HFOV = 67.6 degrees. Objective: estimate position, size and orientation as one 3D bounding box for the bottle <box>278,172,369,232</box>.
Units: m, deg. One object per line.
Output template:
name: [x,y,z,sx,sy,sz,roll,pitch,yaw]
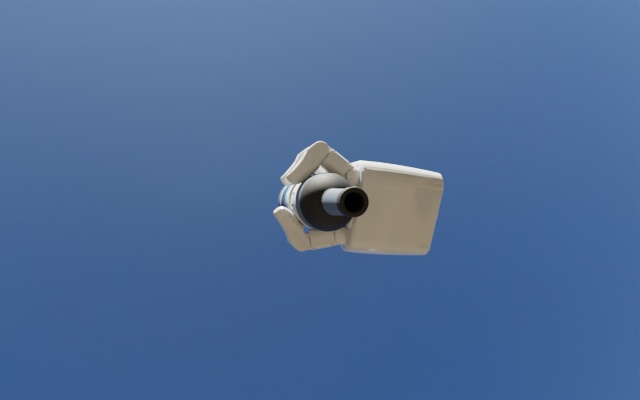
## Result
bottle: [0.000,0.002,0.569,0.069,0.069,0.295,0,0,-12]
